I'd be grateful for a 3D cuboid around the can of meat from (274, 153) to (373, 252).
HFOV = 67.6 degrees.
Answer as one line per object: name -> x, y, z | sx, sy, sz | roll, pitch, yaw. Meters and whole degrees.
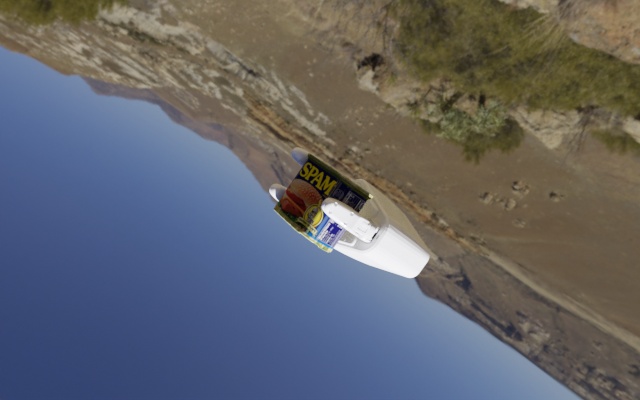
can of meat -> 0.000, 0.002, 0.577 | 0.057, 0.084, 0.102 | 32, 4, -41
